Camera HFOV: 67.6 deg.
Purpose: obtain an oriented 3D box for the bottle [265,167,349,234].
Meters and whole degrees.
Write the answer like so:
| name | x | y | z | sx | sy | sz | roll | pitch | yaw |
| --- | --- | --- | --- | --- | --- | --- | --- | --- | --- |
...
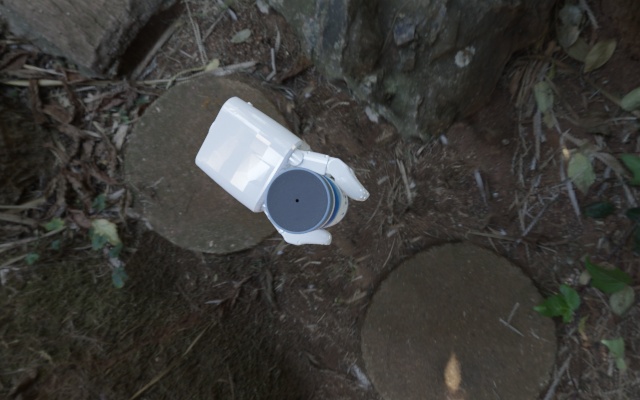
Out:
| name | x | y | z | sx | sy | sz | roll | pitch | yaw |
| --- | --- | --- | --- | --- | --- | --- | --- | --- | --- |
| bottle | 0.000 | 0.002 | 0.614 | 0.069 | 0.069 | 0.296 | 0 | -1 | 9 |
